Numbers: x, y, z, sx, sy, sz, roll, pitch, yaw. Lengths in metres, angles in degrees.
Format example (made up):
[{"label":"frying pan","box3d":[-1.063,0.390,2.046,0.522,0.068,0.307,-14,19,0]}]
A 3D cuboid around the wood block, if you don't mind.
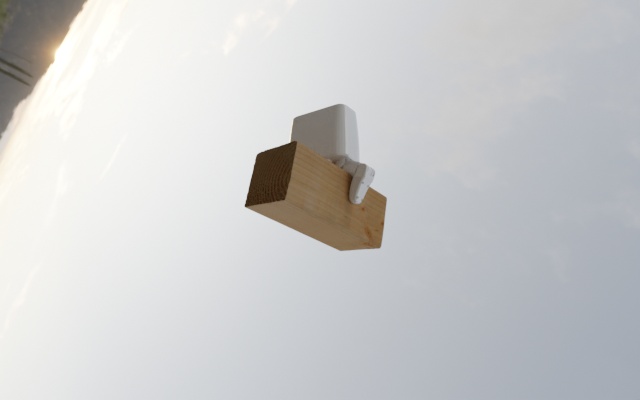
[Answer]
[{"label":"wood block","box3d":[0.000,0.002,0.721,0.091,0.090,0.206,-11,-29,44]}]
